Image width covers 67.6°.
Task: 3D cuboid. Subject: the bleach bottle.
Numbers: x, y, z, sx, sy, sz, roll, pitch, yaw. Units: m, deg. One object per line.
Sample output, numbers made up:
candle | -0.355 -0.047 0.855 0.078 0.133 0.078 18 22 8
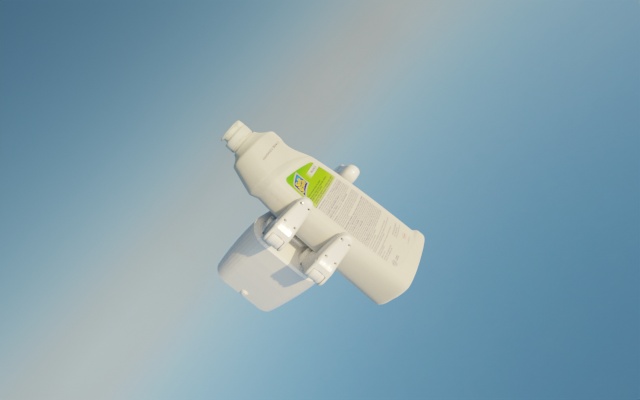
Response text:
bleach bottle | 0.000 0.002 0.532 0.068 0.251 0.102 -42 12 40
